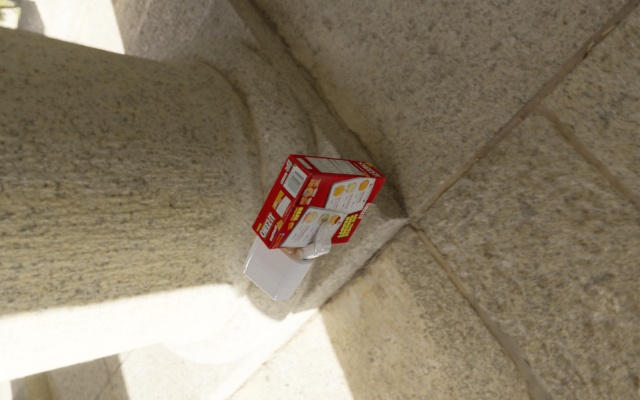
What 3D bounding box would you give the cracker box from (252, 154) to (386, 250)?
[{"bbox_3d":[0.000,0.003,0.879,0.214,0.164,0.072,0,37,-48],"label":"cracker box"}]
